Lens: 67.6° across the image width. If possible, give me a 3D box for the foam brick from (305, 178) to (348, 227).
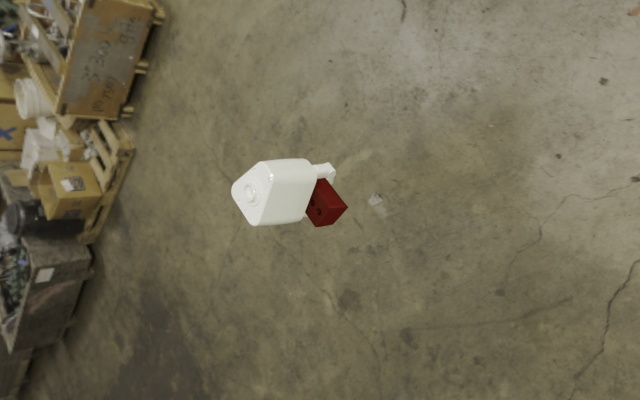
[{"bbox_3d":[0.000,0.003,0.876,0.051,0.078,0.053,-6,-38,-49],"label":"foam brick"}]
